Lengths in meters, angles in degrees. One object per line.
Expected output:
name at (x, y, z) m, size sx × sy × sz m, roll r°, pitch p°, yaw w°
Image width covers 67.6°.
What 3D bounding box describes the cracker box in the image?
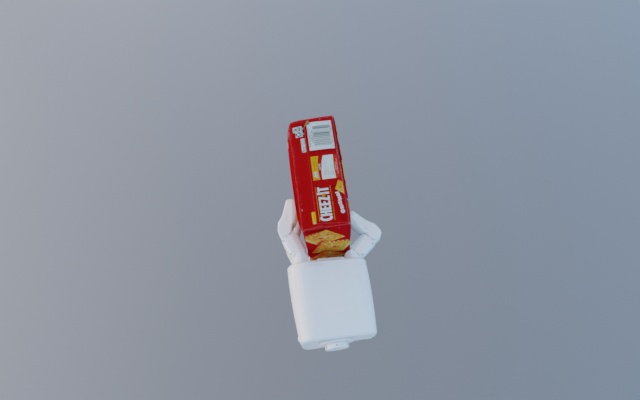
cracker box at (0.000, 0.002, 0.715) m, size 0.072 × 0.164 × 0.214 m, roll -8°, pitch -23°, yaw -1°
